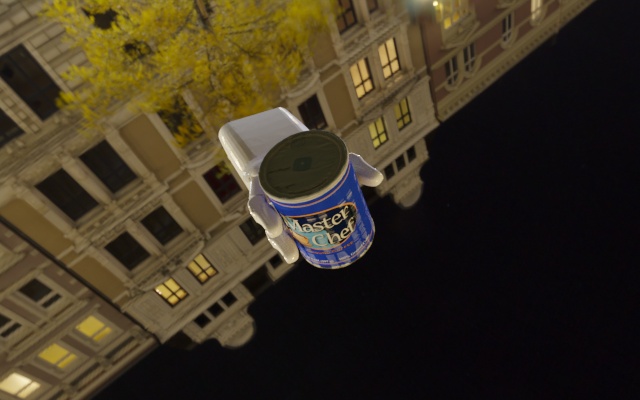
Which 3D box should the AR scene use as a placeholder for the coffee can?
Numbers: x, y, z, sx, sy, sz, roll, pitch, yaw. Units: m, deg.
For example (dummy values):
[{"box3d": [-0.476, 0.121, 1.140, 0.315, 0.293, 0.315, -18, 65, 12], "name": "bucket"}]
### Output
[{"box3d": [0.000, 0.002, 0.567, 0.103, 0.102, 0.140, 0, -38, 22], "name": "coffee can"}]
